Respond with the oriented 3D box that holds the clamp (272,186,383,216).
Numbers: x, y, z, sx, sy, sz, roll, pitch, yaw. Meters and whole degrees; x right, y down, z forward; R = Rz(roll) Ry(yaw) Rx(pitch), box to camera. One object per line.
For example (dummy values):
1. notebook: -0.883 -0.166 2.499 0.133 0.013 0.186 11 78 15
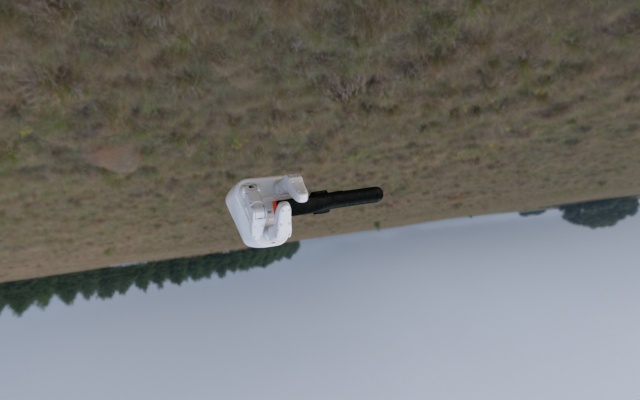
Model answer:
1. clamp: 0.000 0.003 0.757 0.171 0.039 0.120 -7 -5 -22
